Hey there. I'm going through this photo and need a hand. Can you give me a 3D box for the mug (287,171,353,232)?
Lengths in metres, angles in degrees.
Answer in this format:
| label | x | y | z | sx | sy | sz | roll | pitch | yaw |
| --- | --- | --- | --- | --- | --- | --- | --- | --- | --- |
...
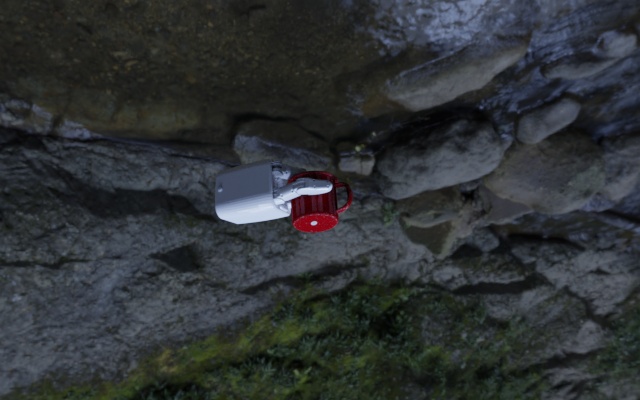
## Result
| label | x | y | z | sx | sy | sz | roll | pitch | yaw |
| --- | --- | --- | --- | --- | --- | --- | --- | --- | --- |
| mug | 0.002 | 0.003 | 0.839 | 0.117 | 0.081 | 0.093 | -12 | -27 | 13 |
